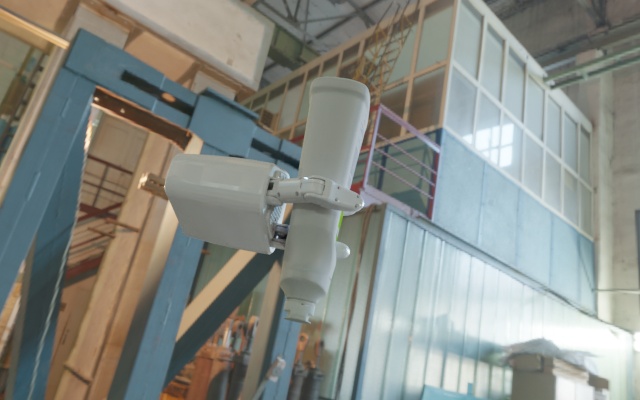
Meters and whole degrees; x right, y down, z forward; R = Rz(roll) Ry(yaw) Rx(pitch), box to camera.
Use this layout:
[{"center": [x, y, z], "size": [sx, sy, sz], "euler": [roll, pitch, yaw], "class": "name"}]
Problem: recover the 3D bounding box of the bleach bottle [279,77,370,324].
[{"center": [0.000, 0.002, 0.510], "size": [0.068, 0.250, 0.103], "euler": [9, -19, 7], "class": "bleach bottle"}]
